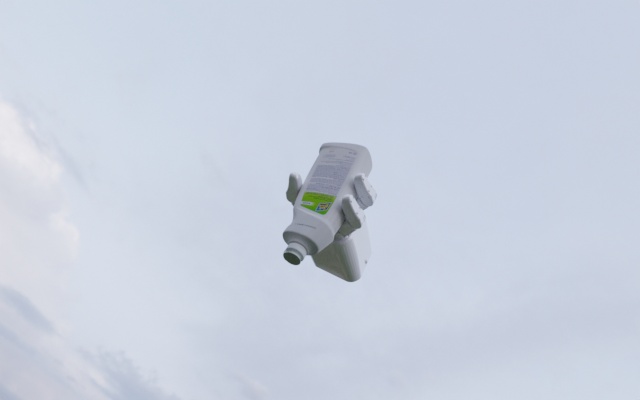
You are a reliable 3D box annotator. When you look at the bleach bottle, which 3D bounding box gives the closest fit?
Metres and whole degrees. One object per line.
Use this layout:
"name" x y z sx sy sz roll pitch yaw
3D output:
"bleach bottle" 0.000 0.003 0.780 0.102 0.068 0.250 6 44 27
